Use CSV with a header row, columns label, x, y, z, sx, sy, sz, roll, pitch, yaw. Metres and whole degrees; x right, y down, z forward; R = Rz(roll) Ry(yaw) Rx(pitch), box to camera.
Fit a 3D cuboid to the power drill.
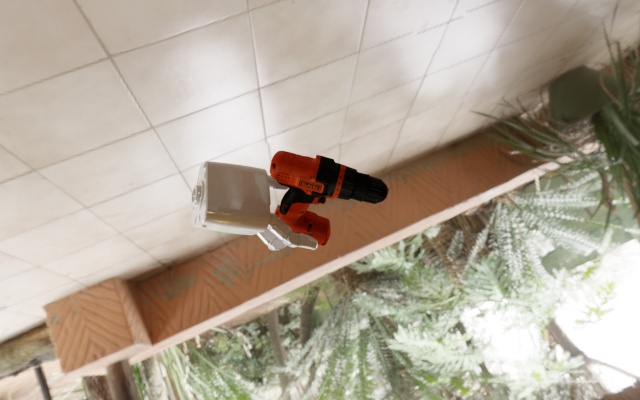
label,x,y,z,sx,sy,sz,roll,pitch,yaw
power drill,0.000,0.003,0.782,0.184,0.057,0.188,17,-37,-3
